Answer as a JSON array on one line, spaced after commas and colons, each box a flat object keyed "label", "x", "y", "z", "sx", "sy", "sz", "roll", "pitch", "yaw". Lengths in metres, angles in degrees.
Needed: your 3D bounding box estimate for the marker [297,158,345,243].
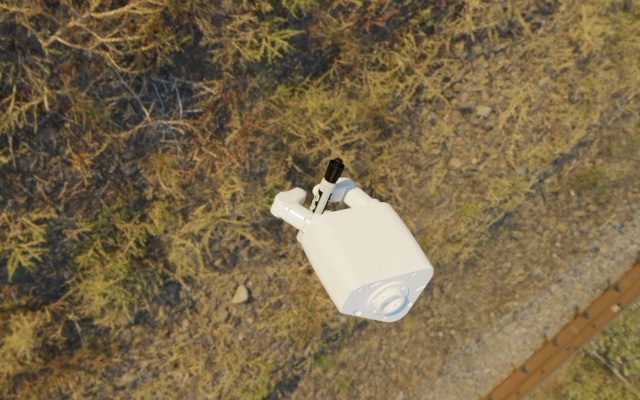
[{"label": "marker", "x": 0.000, "y": 0.002, "z": 0.564, "sx": 0.020, "sy": 0.121, "sz": 0.020, "roll": 17, "pitch": 32, "yaw": -11}]
